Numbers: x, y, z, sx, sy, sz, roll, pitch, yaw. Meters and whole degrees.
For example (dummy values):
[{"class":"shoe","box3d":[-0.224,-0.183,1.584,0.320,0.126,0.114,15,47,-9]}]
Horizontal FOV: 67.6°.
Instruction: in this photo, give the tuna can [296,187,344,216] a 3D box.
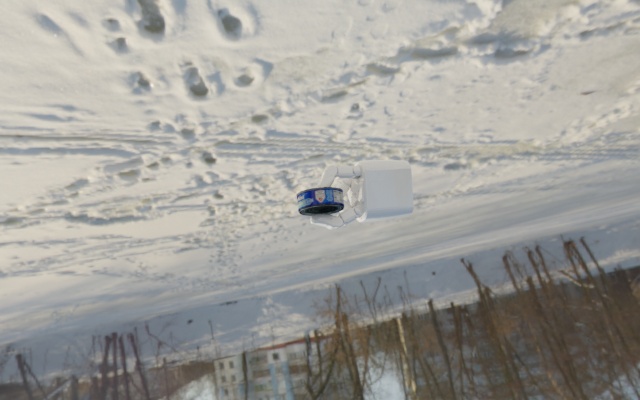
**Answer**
[{"class":"tuna can","box3d":[0.000,0.003,0.866,0.086,0.033,0.086,-5,-14,-1]}]
